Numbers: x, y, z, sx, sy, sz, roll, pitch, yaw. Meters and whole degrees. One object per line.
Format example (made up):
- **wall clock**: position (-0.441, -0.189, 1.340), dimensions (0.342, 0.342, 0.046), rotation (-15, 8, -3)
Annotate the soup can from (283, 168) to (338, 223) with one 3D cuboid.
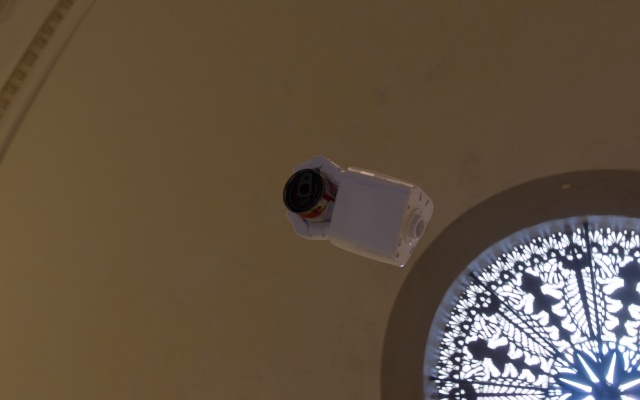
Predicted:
- **soup can**: position (0.000, 0.002, 0.713), dimensions (0.068, 0.068, 0.102), rotation (0, -19, 32)
